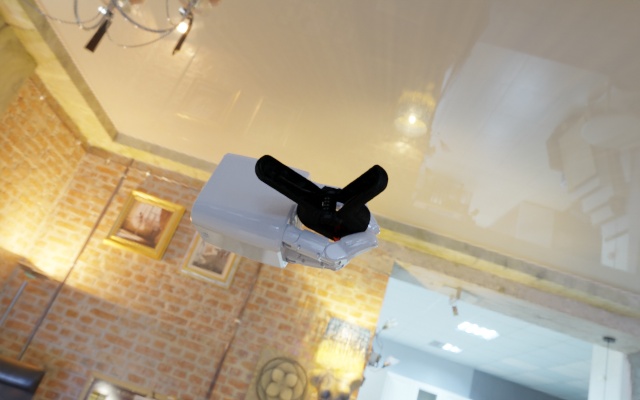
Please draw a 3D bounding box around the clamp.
[{"bbox_3d":[0.000,0.001,0.485,0.120,0.039,0.171,15,-24,7],"label":"clamp"}]
